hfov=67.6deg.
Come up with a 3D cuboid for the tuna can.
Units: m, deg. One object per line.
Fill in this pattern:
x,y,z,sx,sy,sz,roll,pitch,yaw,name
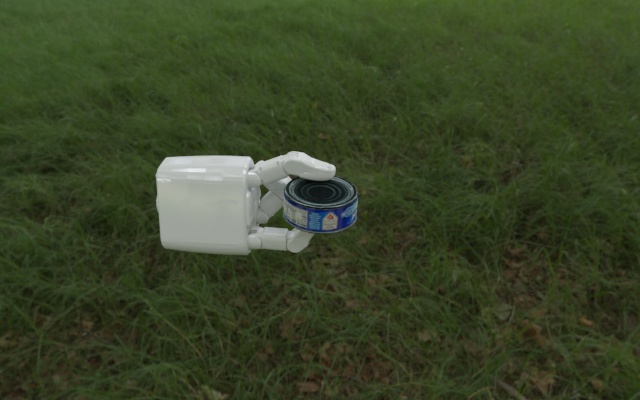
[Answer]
0.000,0.001,0.545,0.086,0.034,0.086,3,29,-1,tuna can
